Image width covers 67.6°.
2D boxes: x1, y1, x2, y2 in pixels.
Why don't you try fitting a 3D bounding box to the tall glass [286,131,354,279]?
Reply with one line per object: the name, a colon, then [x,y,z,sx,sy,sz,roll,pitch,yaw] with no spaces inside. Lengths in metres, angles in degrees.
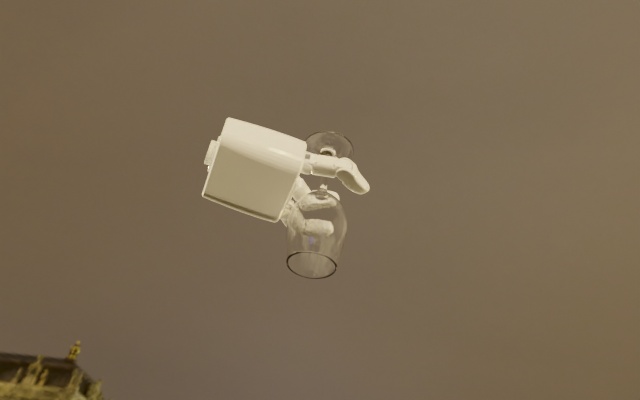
tall glass: [0.000,0.002,0.636,0.079,0.200,0.079,5,-39,4]
